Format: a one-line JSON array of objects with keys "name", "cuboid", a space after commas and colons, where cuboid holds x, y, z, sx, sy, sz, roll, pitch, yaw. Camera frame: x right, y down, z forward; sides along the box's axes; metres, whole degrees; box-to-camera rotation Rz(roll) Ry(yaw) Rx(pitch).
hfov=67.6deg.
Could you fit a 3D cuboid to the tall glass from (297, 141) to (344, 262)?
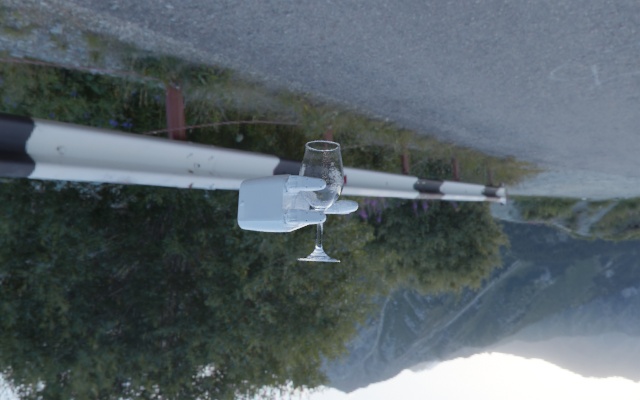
[{"name": "tall glass", "cuboid": [0.000, 0.003, 0.819, 0.079, 0.201, 0.079, 2, -7, 0]}]
